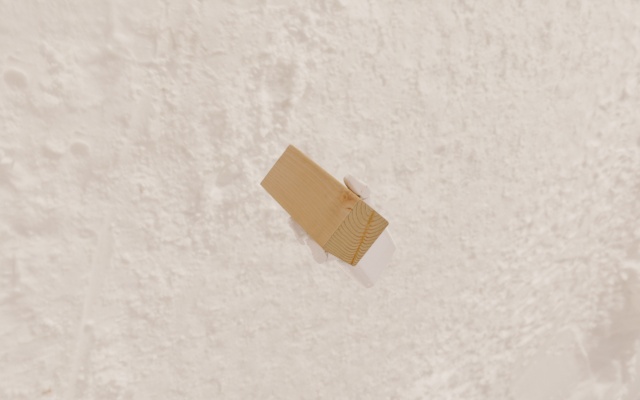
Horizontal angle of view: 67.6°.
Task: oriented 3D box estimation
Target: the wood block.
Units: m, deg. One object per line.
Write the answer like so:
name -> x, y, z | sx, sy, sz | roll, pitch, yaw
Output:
wood block -> 0.001, 0.003, 0.776 | 0.090, 0.091, 0.206 | 35, 5, -45
